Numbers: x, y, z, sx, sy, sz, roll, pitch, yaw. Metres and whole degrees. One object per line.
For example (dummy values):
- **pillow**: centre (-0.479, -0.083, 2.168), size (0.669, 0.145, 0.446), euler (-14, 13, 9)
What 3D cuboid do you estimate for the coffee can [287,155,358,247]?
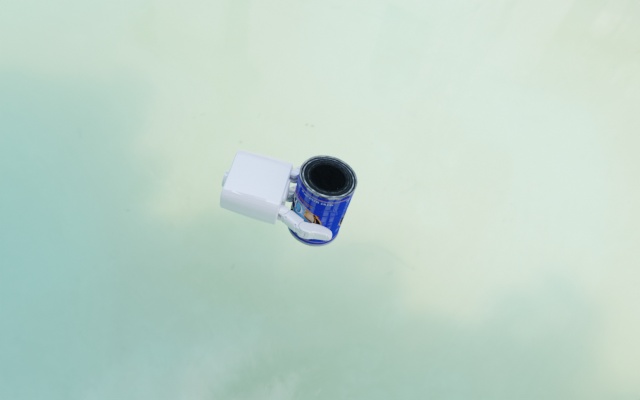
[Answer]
- **coffee can**: centre (0.000, 0.003, 0.867), size (0.103, 0.102, 0.140), euler (0, -40, -16)
